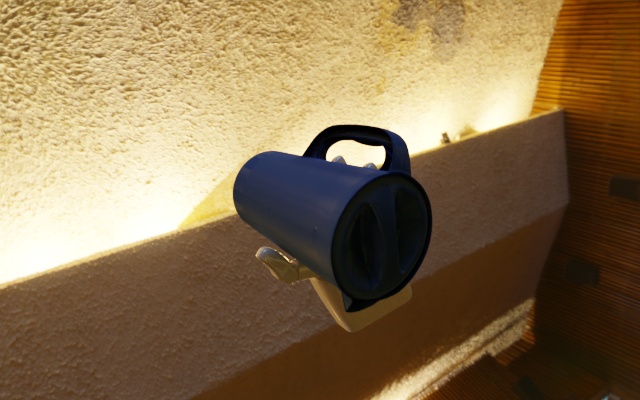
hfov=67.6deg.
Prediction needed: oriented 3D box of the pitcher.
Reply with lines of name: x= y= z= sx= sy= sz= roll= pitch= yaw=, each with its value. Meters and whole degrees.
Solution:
pitcher: x=0.000 y=0.002 z=0.550 sx=0.149 sy=0.145 sz=0.242 roll=-40 pitch=34 yaw=-21
